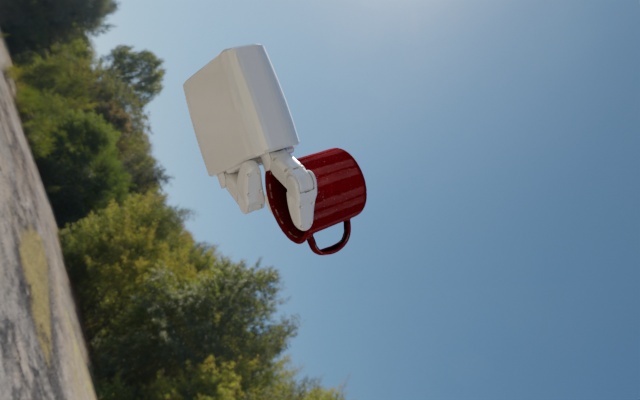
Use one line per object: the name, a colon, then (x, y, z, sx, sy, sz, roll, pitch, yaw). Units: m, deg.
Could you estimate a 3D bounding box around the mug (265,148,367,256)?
mug: (0.001, 0.003, 0.523, 0.081, 0.117, 0.093, -20, 4, -27)
